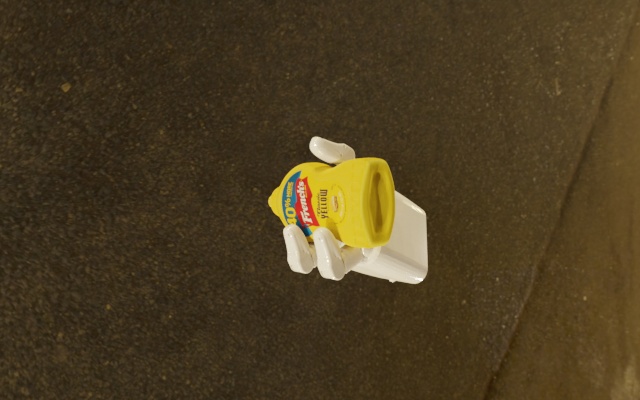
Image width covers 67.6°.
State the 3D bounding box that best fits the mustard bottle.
[{"bbox_3d":[0.000,0.002,0.572,0.058,0.096,0.191,-6,4,-41],"label":"mustard bottle"}]
